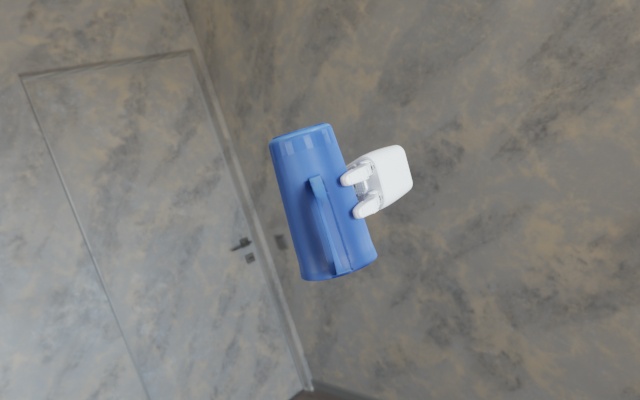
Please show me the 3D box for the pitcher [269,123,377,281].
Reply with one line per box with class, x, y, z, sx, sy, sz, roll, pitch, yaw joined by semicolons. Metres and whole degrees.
pitcher;0.000;0.003;0.781;0.149;0.243;0.145;-10;10;43
